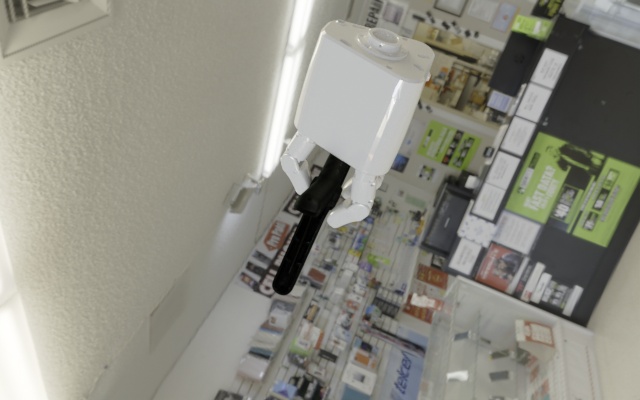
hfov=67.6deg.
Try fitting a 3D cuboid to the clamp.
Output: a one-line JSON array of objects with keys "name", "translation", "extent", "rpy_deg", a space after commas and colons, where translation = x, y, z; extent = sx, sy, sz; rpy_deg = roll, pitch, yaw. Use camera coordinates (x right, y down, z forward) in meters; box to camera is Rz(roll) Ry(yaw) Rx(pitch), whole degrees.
[{"name": "clamp", "translation": [0.000, 0.001, 0.558], "extent": [0.036, 0.165, 0.209], "rpy_deg": [25, 42, 4]}]
